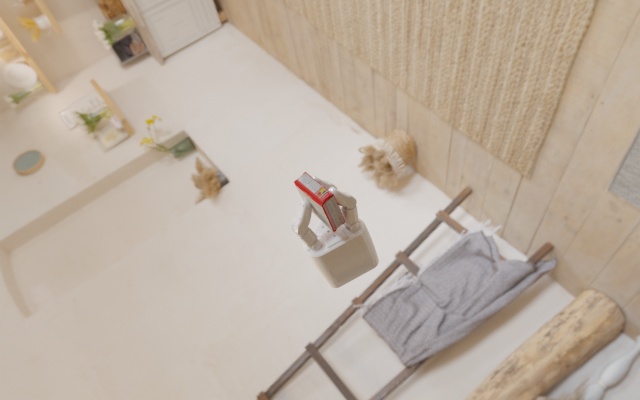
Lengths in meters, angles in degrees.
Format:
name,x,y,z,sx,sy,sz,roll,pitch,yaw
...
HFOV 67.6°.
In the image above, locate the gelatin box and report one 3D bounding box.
name,x,y,z,sx,sy,sz,roll,pitch,yaw
gelatin box,0.000,0.003,0.793,0.073,0.030,0.089,40,-14,35
